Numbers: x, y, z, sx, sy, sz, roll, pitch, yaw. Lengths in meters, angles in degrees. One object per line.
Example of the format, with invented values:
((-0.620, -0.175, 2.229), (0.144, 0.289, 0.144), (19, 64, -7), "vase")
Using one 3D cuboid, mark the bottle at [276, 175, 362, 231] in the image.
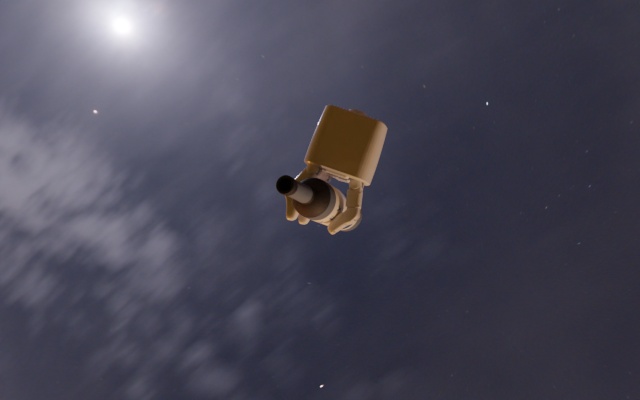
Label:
((0.000, 0.003, 0.797), (0.069, 0.069, 0.296), (0, -10, 20), "bottle")
